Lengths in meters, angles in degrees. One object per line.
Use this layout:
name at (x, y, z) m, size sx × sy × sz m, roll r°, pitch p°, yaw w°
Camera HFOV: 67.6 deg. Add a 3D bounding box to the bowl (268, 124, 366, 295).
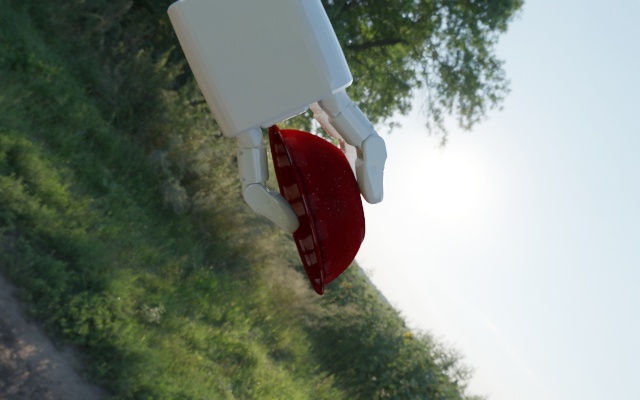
bowl at (0.001, 0.002, 0.439) m, size 0.055 × 0.162 × 0.162 m, roll -16°, pitch 3°, yaw -10°
